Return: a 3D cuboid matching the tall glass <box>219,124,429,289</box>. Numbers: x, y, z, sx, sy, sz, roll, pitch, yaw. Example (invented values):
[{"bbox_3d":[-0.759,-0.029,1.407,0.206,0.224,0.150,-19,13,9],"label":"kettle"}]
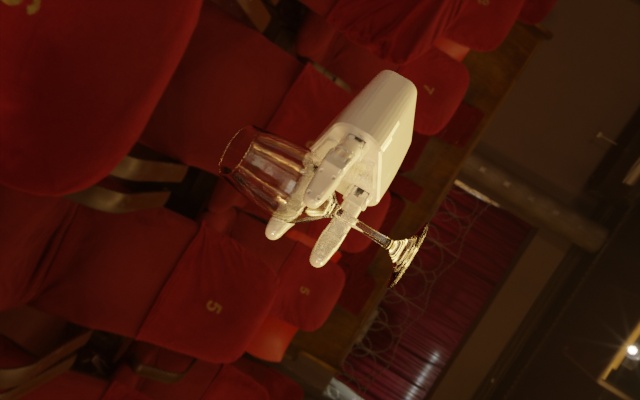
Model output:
[{"bbox_3d":[0.001,0.002,0.468,0.201,0.079,0.079,31,4,6],"label":"tall glass"}]
